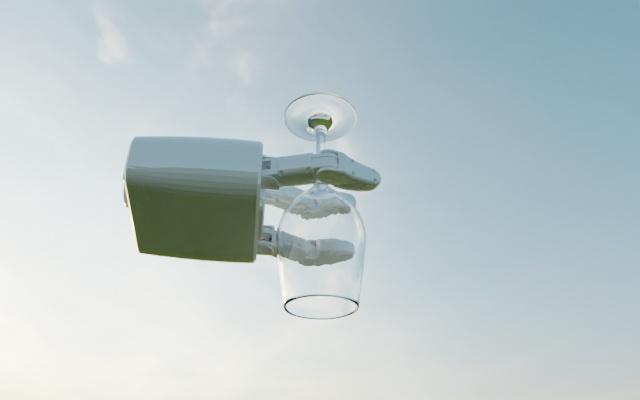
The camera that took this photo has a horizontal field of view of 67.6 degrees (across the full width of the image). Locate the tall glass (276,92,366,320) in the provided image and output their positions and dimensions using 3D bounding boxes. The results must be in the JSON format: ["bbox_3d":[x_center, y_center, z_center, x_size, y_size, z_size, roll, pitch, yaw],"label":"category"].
[{"bbox_3d":[0.000,0.001,0.435,0.079,0.201,0.079,-1,-31,0],"label":"tall glass"}]
